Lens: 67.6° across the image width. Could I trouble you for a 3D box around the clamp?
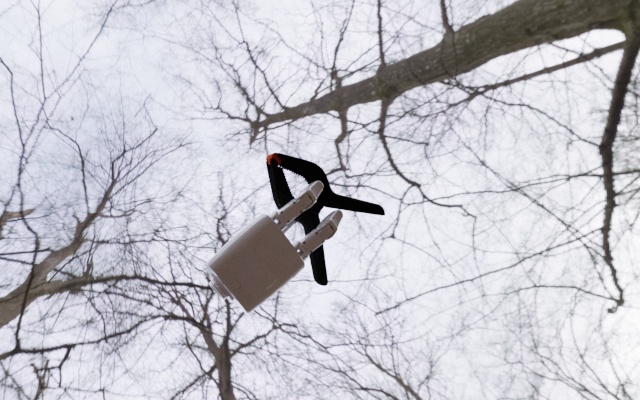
[{"bbox_3d":[-0.001,0.002,0.736,0.164,0.210,0.036,-41,14,-22],"label":"clamp"}]
